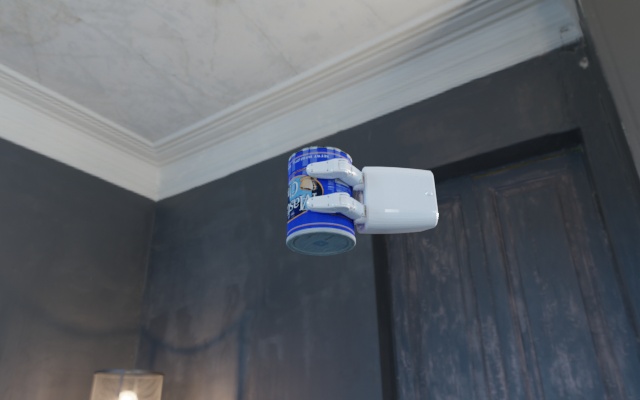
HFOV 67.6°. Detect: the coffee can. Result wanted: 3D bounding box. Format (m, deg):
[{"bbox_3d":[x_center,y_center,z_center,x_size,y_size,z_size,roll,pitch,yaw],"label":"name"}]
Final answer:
[{"bbox_3d":[0.000,0.003,0.735,0.103,0.140,0.103,-1,-25,0],"label":"coffee can"}]
